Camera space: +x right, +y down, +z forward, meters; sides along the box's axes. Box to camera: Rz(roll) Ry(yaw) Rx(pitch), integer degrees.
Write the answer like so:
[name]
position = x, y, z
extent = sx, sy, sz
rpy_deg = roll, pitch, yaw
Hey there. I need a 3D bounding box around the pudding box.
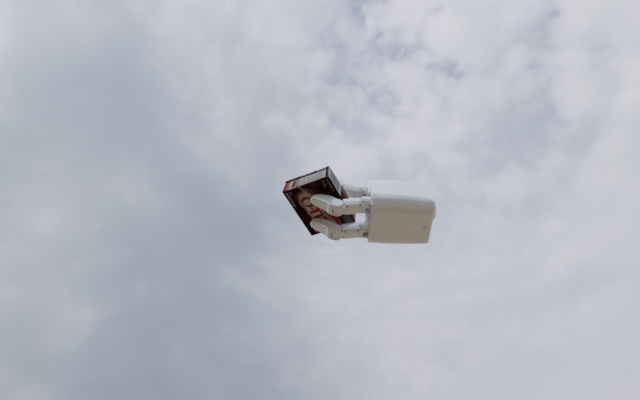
[pudding box]
position = 0.000, 0.003, 0.839
extent = 0.090, 0.113, 0.039
rpy_deg = -19, 32, 20
